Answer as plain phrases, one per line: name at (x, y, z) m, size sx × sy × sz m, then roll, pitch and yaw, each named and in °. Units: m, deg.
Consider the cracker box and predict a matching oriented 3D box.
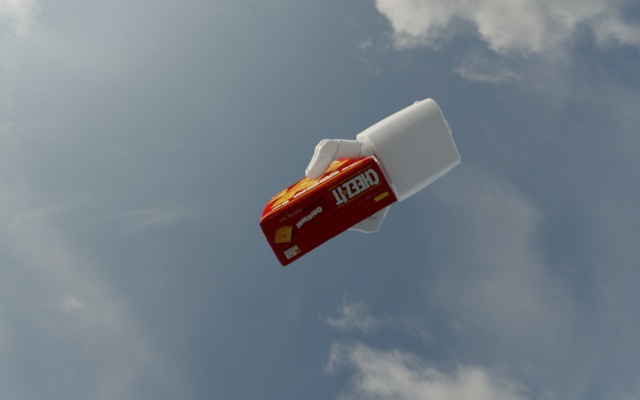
cracker box at (0.000, 0.002, 0.678) m, size 0.164 × 0.072 × 0.213 m, roll -31°, pitch 7°, yaw -1°
